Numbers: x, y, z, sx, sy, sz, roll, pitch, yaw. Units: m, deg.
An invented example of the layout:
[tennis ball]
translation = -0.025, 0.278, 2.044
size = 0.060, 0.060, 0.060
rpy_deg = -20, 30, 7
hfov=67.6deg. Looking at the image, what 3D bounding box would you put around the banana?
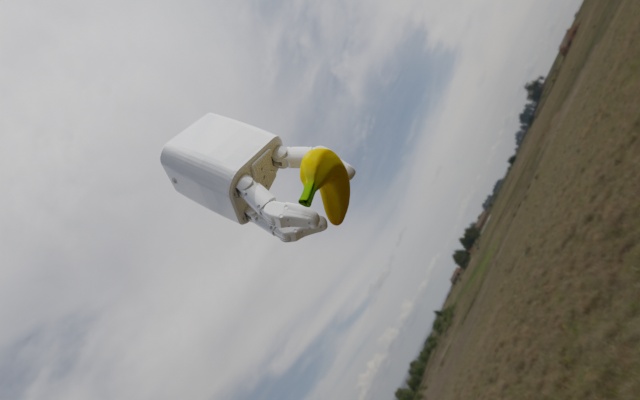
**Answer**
[banana]
translation = 0.006, -0.016, 0.527
size = 0.037, 0.069, 0.198
rpy_deg = 20, -4, 15
